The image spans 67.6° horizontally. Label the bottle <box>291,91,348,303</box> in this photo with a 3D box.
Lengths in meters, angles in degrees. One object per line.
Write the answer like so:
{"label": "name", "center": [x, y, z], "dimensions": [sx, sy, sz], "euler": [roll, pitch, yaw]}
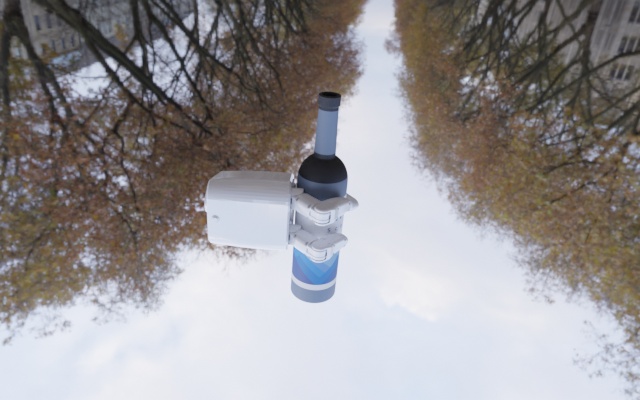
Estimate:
{"label": "bottle", "center": [0.000, 0.002, 0.643], "dimensions": [0.069, 0.296, 0.069], "euler": [4, 28, -2]}
